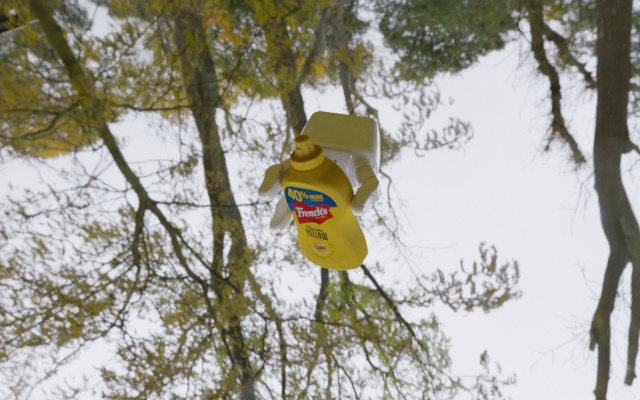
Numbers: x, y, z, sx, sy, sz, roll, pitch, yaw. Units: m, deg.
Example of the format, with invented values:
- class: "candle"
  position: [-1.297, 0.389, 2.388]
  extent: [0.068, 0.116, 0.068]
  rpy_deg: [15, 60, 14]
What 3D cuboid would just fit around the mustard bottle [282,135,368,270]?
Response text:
- class: "mustard bottle"
  position: [0.000, 0.002, 0.614]
  extent: [0.096, 0.192, 0.058]
  rpy_deg: [11, 42, 33]
